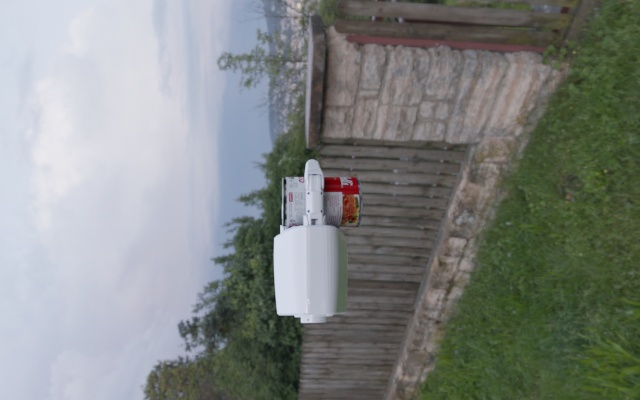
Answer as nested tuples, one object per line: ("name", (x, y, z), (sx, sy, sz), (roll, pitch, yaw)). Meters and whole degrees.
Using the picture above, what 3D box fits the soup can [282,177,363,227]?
("soup can", (0.000, 0.002, 0.641), (0.102, 0.068, 0.068), (0, 0, -6))
